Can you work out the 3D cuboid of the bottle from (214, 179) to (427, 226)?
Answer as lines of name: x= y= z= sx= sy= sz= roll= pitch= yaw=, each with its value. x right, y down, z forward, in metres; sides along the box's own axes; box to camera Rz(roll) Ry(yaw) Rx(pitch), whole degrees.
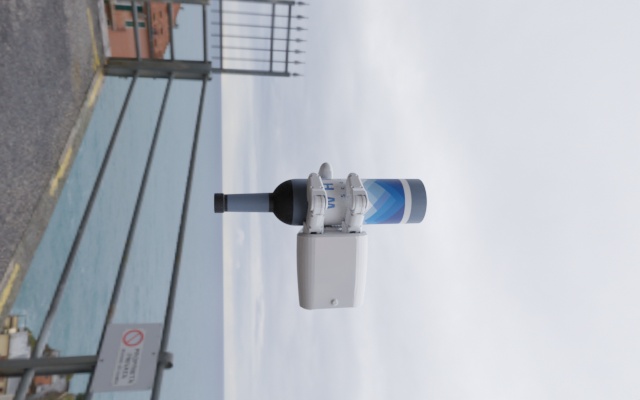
bottle: x=0.000 y=0.002 z=0.677 sx=0.296 sy=0.069 sz=0.069 roll=-1 pitch=0 yaw=-11
